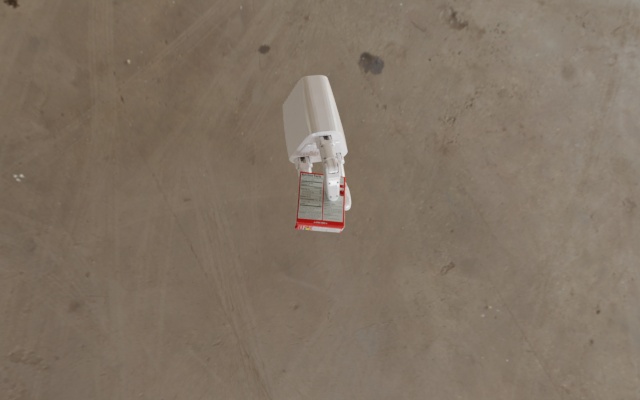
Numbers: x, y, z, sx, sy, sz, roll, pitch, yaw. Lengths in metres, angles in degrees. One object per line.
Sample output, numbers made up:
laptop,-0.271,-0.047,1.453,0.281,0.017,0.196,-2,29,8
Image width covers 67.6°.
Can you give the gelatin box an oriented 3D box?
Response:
gelatin box,0.000,0.003,0.739,0.073,0.089,0.030,5,-24,-6
